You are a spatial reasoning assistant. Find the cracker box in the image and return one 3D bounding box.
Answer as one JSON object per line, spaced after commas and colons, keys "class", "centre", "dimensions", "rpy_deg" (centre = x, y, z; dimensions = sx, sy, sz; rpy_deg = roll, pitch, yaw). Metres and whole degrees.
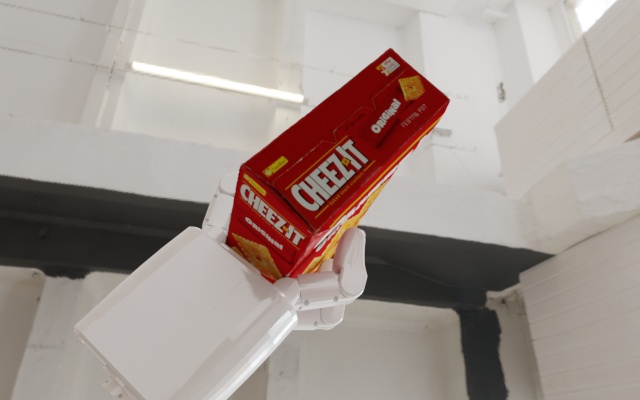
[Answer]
{"class": "cracker box", "centre": [0.000, 0.001, 0.406], "dimensions": [0.164, 0.072, 0.214], "rpy_deg": [-44, -8, -30]}
